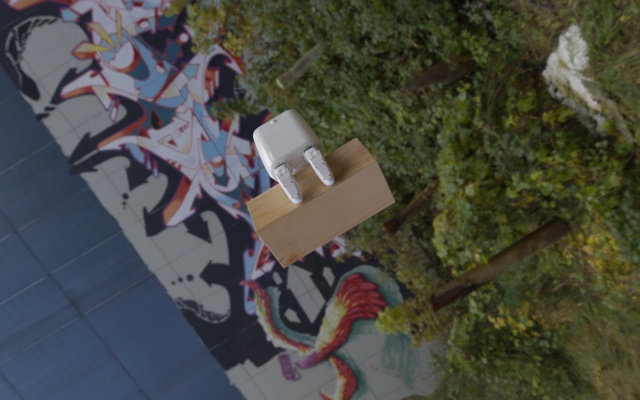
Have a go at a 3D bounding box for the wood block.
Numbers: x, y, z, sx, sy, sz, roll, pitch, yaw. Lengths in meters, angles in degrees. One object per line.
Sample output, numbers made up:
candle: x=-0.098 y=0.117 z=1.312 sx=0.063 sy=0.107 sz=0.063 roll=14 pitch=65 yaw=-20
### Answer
wood block: x=0.000 y=0.003 z=0.759 sx=0.206 sy=0.091 sz=0.090 roll=-31 pitch=37 yaw=1
